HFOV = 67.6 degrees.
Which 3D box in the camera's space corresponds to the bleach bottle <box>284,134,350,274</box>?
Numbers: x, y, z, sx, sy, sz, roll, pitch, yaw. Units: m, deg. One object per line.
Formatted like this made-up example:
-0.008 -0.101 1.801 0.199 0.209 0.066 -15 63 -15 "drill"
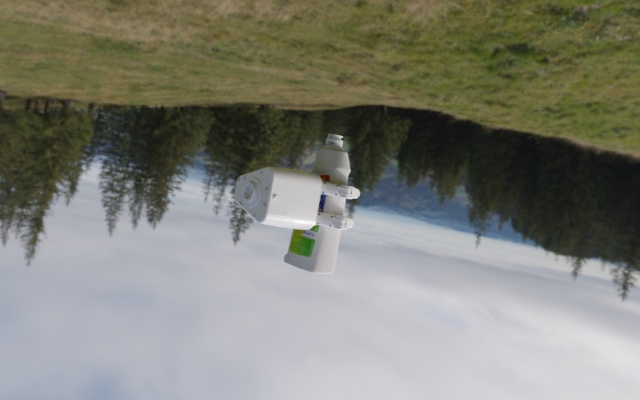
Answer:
0.000 0.003 0.885 0.068 0.251 0.102 8 3 -42 "bleach bottle"
